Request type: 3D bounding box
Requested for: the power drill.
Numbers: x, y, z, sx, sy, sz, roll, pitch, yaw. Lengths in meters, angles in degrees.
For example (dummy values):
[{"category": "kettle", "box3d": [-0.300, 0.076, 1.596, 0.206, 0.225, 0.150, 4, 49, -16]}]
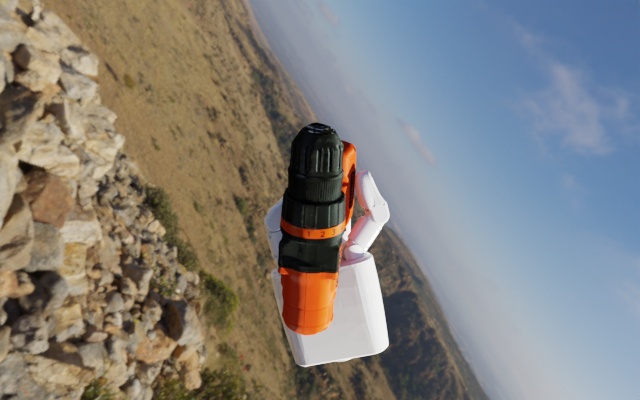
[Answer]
[{"category": "power drill", "box3d": [0.000, 0.002, 0.450, 0.057, 0.184, 0.187, 8, 24, 5]}]
